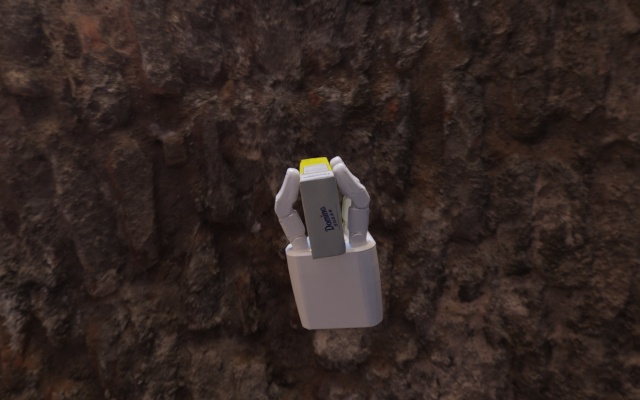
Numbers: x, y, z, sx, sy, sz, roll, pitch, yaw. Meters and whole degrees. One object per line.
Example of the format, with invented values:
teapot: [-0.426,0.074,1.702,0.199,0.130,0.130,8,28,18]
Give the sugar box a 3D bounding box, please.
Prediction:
sugar box: [0.001,0.002,0.605,0.048,0.093,0.176,-10,13,-3]
